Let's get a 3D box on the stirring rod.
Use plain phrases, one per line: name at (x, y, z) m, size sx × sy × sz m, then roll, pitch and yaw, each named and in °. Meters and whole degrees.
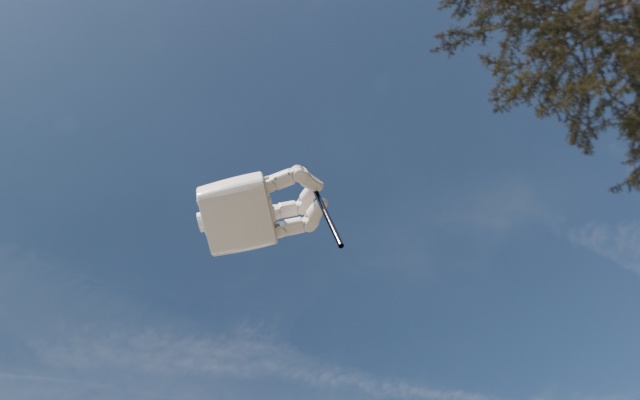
stirring rod at (0.000, 0.002, 0.745) m, size 0.011 × 0.011 × 0.239 m, roll 0°, pitch 29°, yaw -15°
